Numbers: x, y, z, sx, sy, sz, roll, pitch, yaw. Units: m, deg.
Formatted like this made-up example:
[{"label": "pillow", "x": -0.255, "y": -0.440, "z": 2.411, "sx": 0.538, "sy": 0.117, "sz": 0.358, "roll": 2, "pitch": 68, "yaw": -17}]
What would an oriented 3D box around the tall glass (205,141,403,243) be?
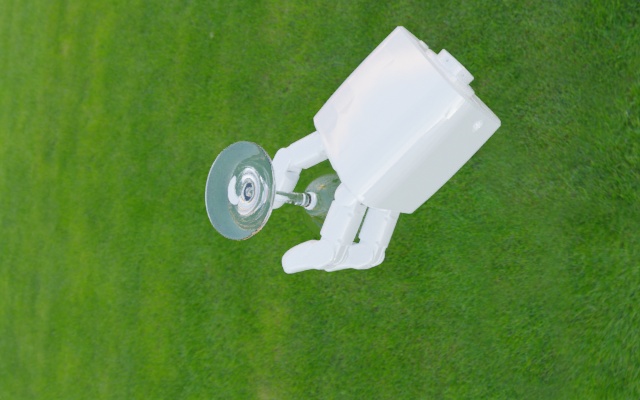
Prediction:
[{"label": "tall glass", "x": 0.000, "y": 0.001, "z": 0.429, "sx": 0.079, "sy": 0.079, "sz": 0.201, "roll": 0, "pitch": -5, "yaw": 38}]
